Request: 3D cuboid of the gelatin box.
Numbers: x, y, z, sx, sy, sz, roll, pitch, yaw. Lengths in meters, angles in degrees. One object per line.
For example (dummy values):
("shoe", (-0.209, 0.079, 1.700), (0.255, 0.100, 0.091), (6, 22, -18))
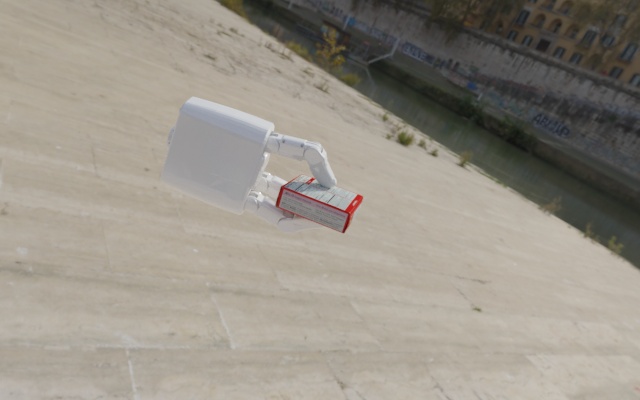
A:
("gelatin box", (0.001, 0.002, 0.575), (0.089, 0.030, 0.073), (20, 20, 10))
